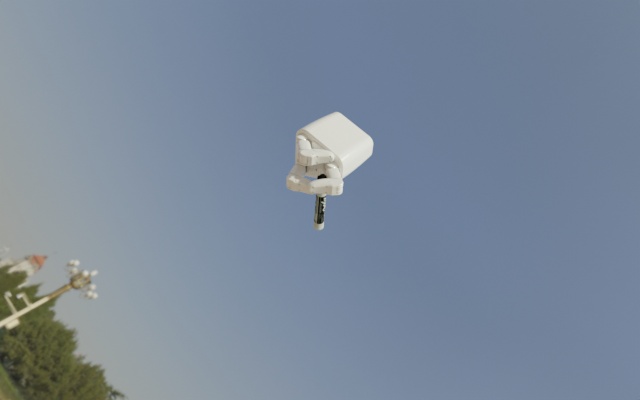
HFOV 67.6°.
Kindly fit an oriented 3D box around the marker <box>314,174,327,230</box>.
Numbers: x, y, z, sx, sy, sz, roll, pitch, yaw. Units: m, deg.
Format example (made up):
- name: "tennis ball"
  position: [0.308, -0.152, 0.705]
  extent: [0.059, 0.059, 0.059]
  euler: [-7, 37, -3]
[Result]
- name: "marker"
  position: [0.000, 0.003, 0.855]
  extent: [0.020, 0.121, 0.020]
  euler: [3, 39, -2]
